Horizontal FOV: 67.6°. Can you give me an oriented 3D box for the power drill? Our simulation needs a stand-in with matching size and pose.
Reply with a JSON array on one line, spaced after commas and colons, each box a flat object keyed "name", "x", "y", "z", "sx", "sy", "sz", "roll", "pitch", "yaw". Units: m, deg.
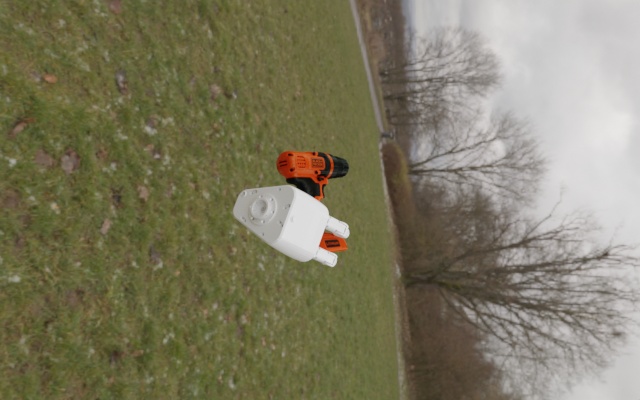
[{"name": "power drill", "x": 0.000, "y": 0.003, "z": 0.875, "sx": 0.057, "sy": 0.187, "sz": 0.184, "roll": -13, "pitch": -8, "yaw": 39}]
